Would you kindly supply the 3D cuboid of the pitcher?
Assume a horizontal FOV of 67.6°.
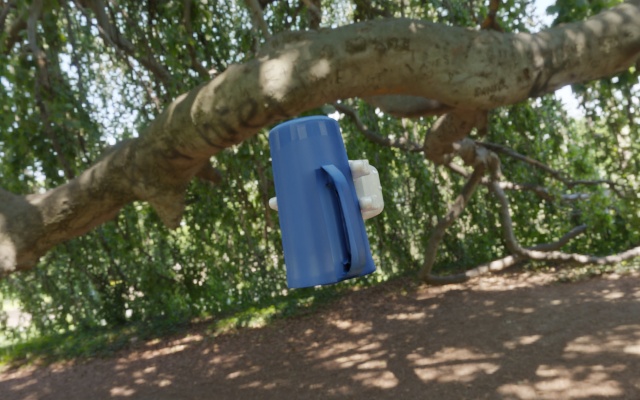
[{"bbox_3d":[0.000,0.002,0.703,0.149,0.243,0.145,-12,-3,24],"label":"pitcher"}]
